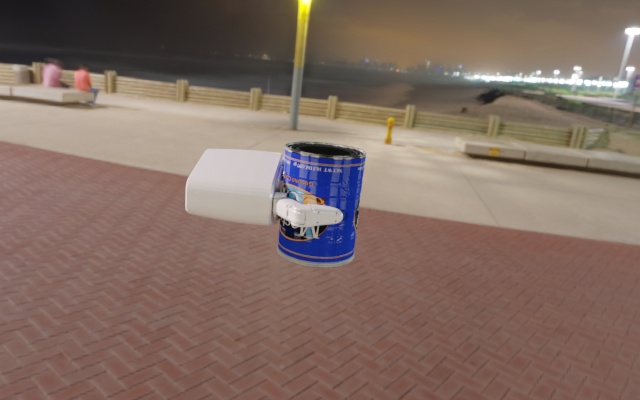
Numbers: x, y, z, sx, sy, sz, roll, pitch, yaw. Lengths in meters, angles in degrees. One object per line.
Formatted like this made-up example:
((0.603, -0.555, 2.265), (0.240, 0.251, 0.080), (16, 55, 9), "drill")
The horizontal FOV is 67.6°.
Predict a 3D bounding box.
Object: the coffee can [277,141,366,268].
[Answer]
((0.000, 0.002, 0.614), (0.103, 0.140, 0.102), (5, 15, -1), "coffee can")
